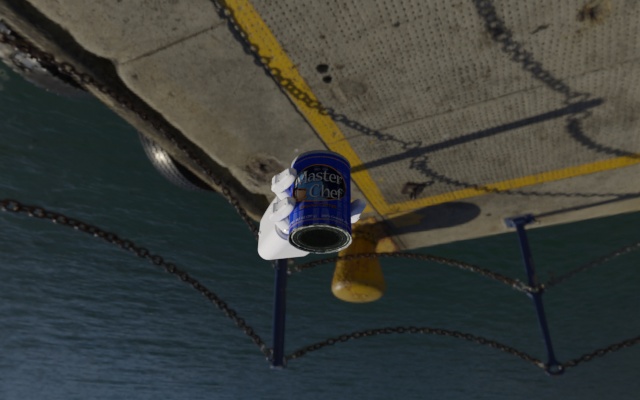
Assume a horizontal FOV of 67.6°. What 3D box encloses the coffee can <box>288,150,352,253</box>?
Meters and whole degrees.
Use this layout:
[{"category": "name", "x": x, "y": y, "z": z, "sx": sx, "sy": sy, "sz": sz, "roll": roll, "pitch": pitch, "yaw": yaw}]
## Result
[{"category": "coffee can", "x": 0.000, "y": 0.002, "z": 0.788, "sx": 0.103, "sy": 0.140, "sz": 0.103, "roll": 1, "pitch": -30, "yaw": 0}]
